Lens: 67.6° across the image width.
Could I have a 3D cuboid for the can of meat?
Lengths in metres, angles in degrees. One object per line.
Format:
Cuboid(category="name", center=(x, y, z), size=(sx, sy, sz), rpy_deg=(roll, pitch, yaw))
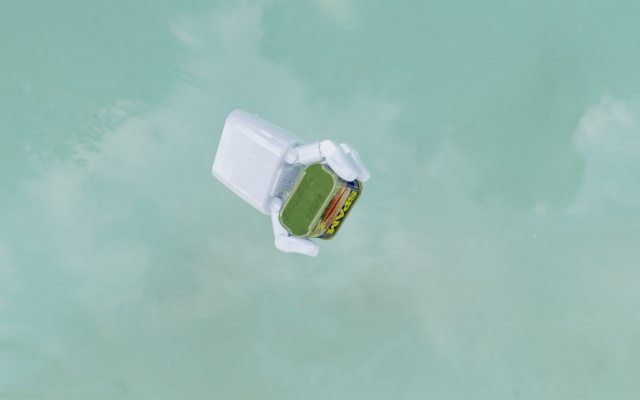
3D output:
Cuboid(category="can of meat", center=(0.000, 0.002, 0.630), size=(0.057, 0.102, 0.084), rpy_deg=(36, 11, 23))
